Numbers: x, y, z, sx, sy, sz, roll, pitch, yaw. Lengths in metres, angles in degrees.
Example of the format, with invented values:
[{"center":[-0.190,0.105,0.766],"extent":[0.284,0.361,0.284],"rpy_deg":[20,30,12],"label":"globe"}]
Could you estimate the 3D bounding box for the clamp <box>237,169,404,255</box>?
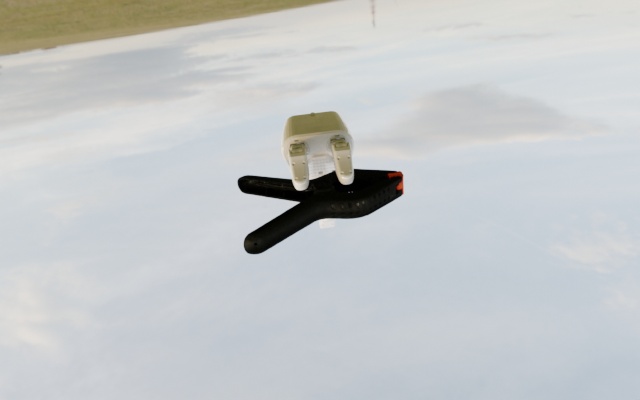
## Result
[{"center":[0.001,0.002,0.570],"extent":[0.210,0.036,0.164],"rpy_deg":[-7,30,-1],"label":"clamp"}]
